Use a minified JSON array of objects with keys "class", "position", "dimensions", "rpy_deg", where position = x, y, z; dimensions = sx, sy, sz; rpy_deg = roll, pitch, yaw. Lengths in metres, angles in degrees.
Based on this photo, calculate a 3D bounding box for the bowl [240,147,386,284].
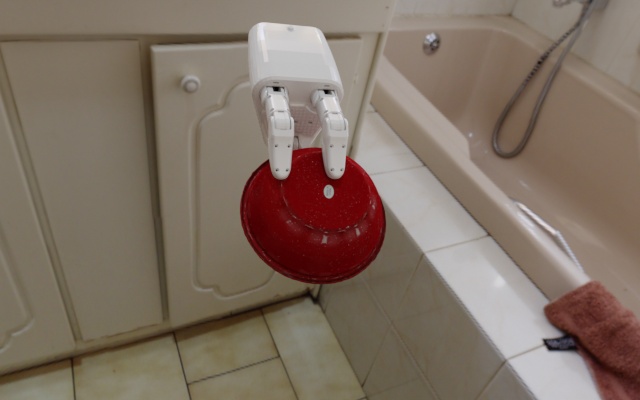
[{"class":"bowl","position":[0.001,0.003,0.494],"dimensions":[0.162,0.162,0.055],"rpy_deg":[0,-27,-15]}]
